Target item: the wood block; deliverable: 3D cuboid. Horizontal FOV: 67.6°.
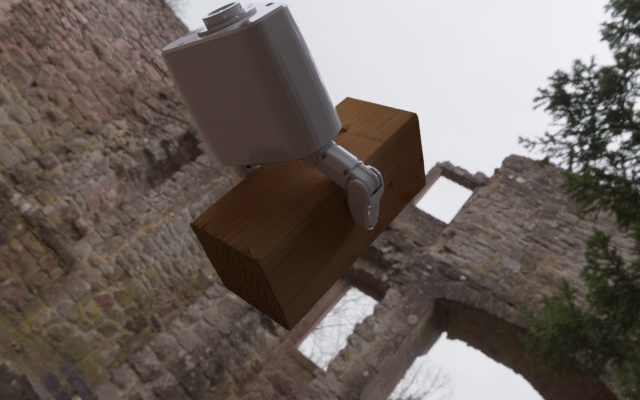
[{"bbox_3d":[0.000,0.001,0.437,0.091,0.090,0.206,23,54,37],"label":"wood block"}]
